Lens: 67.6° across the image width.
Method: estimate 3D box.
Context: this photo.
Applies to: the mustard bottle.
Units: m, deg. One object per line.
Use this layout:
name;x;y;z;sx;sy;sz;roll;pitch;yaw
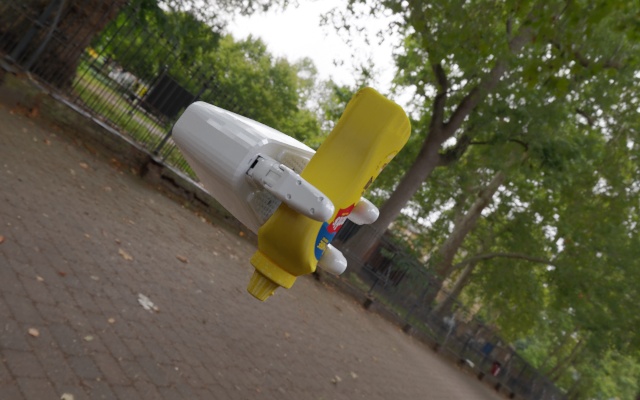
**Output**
mustard bottle;0.000;0.001;0.405;0.058;0.191;0.096;35;-4;8
